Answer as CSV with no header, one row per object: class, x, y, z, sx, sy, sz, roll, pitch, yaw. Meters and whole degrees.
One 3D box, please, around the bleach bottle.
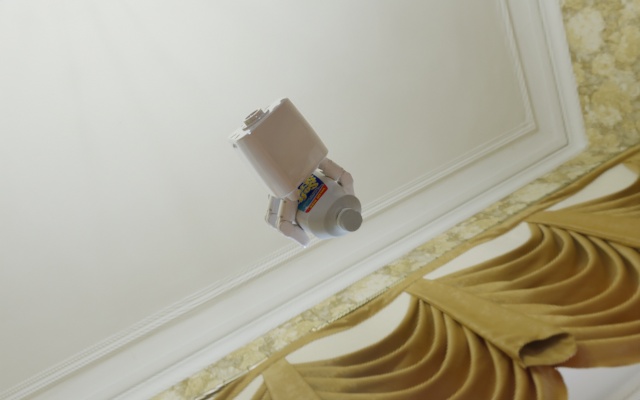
bleach bottle,0.000,0.002,0.733,0.102,0.068,0.251,-42,22,-11
